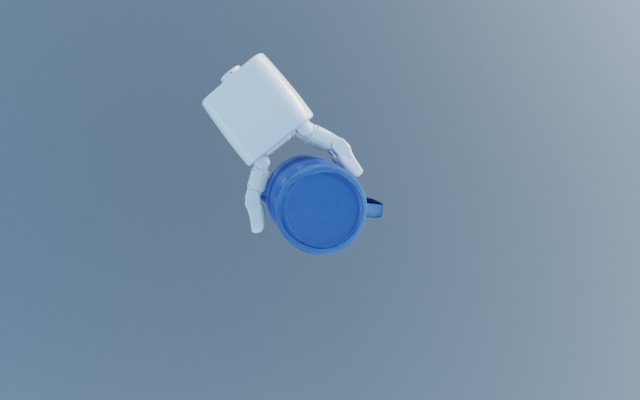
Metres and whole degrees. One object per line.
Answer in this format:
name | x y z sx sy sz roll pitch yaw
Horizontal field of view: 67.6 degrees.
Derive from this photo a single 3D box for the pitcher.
pitcher | 0.000 0.002 0.662 0.149 0.145 0.243 -36 8 -2
